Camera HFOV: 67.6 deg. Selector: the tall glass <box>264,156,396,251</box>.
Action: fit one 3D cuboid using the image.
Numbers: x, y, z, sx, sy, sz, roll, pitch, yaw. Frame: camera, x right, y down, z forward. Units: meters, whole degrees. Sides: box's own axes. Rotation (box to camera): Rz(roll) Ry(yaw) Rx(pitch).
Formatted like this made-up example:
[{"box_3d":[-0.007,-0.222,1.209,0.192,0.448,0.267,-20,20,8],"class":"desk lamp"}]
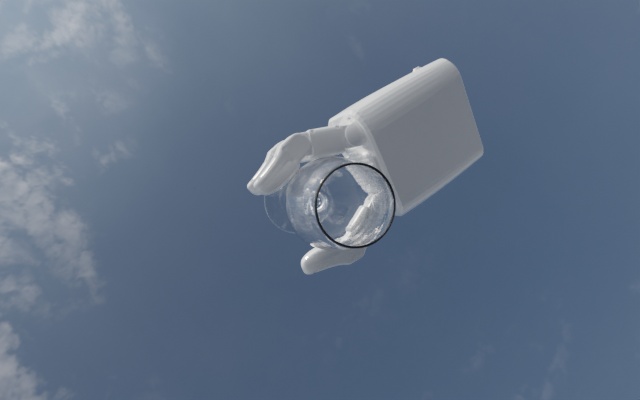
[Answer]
[{"box_3d":[0.000,0.002,0.435,0.079,0.079,0.201,0,1,-15],"class":"tall glass"}]
